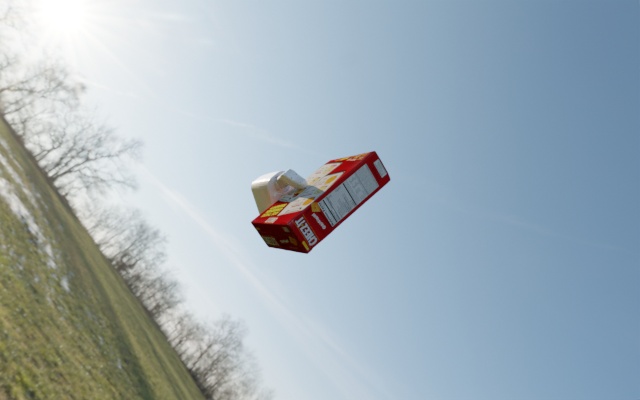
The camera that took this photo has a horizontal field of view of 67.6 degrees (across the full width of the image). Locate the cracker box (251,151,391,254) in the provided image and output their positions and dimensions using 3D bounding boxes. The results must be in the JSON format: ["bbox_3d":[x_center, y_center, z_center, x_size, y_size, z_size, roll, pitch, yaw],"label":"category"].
[{"bbox_3d":[0.000,0.003,0.864,0.213,0.072,0.164,-40,17,-23],"label":"cracker box"}]
